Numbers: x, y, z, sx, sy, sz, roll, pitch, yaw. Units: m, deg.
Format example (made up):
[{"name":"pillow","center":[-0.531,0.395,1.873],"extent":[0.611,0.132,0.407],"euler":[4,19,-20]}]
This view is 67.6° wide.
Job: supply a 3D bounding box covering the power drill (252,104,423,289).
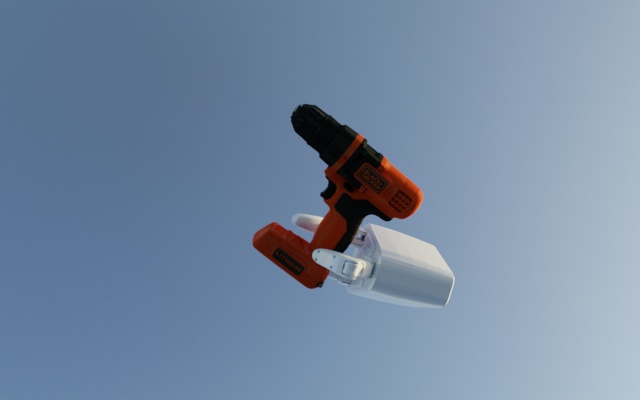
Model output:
[{"name":"power drill","center":[0.000,0.002,0.579],"extent":[0.184,0.188,0.057],"euler":[39,20,-4]}]
